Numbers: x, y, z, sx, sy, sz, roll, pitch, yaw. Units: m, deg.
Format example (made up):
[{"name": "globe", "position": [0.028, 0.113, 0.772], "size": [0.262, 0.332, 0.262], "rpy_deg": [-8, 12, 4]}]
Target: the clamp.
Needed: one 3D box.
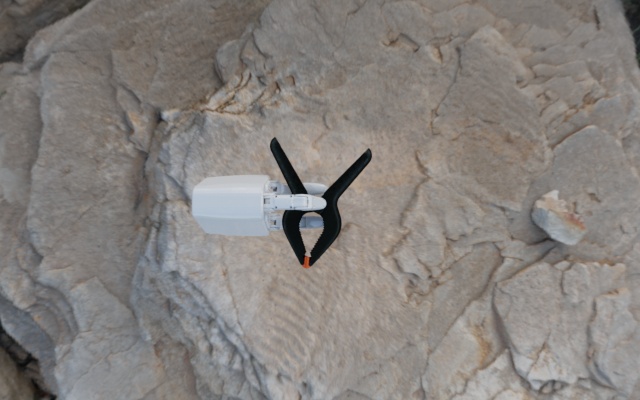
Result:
[{"name": "clamp", "position": [0.000, 0.003, 0.761], "size": [0.164, 0.210, 0.036], "rpy_deg": [0, -4, 2]}]
